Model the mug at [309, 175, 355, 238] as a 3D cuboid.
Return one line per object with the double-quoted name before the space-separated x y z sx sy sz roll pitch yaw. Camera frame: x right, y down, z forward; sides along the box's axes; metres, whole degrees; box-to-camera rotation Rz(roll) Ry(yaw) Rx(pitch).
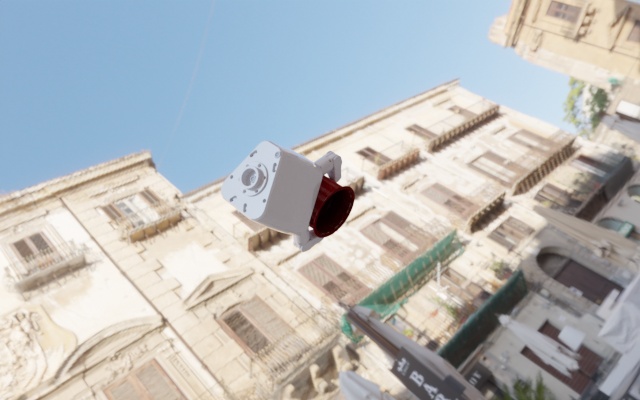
"mug" 0.001 0.003 0.775 0.081 0.093 0.117 34 5 31
